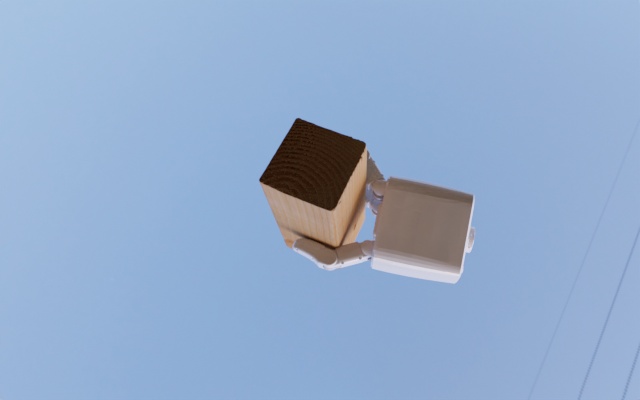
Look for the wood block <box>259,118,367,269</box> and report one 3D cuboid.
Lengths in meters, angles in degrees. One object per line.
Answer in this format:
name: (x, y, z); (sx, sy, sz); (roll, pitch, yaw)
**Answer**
wood block: (0.000, 0.002, 0.598); (0.090, 0.090, 0.206); (22, -21, 14)
